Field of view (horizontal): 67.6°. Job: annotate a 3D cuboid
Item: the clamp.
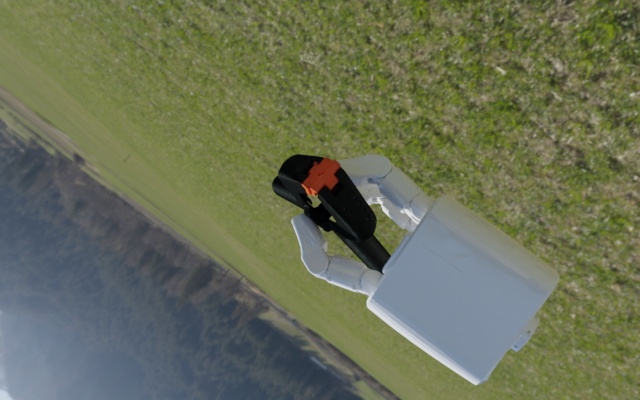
[{"bbox_3d":[0.000,0.002,0.432,0.164,0.036,0.210,37,-9,18],"label":"clamp"}]
